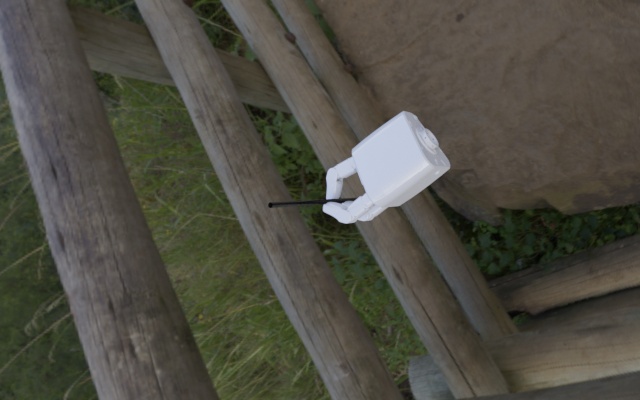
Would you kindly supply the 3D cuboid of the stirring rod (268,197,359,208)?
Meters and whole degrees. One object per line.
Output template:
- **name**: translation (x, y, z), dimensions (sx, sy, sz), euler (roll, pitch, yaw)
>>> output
- **stirring rod**: translation (0.000, 0.002, 0.757), dimensions (0.011, 0.011, 0.239), euler (0, 2, 35)
